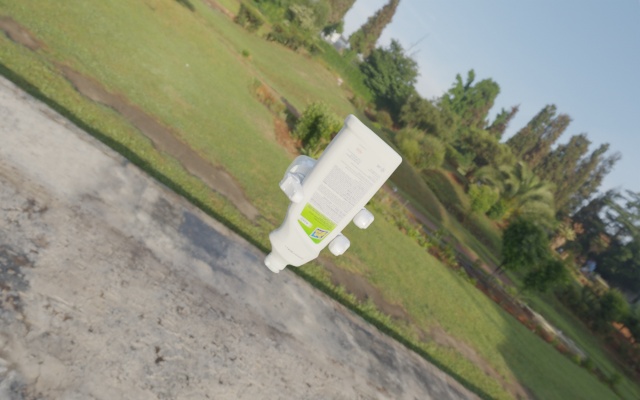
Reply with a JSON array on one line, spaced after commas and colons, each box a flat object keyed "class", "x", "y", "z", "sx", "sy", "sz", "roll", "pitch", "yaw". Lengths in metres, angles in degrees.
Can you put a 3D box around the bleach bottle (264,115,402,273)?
[{"class": "bleach bottle", "x": 0.000, "y": 0.002, "z": 0.700, "sx": 0.102, "sy": 0.251, "sz": 0.068, "roll": 39, "pitch": 11, "yaw": -10}]
